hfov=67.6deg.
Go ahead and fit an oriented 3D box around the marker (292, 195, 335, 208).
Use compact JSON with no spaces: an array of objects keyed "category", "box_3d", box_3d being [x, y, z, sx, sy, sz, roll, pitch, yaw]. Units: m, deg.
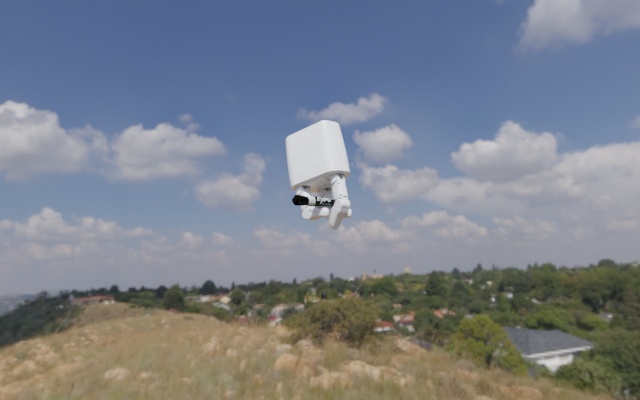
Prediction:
[{"category":"marker","box_3d":[0.000,0.003,0.846,0.121,0.020,0.020,5,-3,-40]}]
